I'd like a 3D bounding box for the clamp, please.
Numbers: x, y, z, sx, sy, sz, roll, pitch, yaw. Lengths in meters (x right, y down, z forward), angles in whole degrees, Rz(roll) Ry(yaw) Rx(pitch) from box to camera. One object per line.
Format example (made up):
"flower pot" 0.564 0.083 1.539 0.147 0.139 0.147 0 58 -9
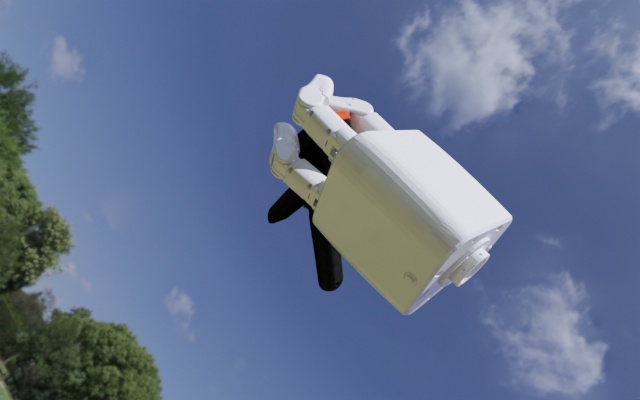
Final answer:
"clamp" 0.001 0.001 0.443 0.039 0.120 0.172 -23 -31 -34
